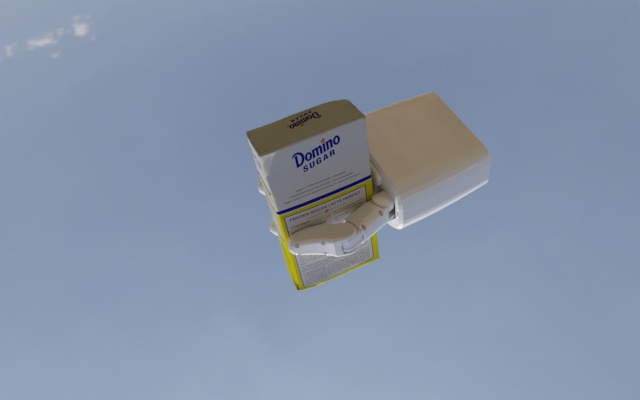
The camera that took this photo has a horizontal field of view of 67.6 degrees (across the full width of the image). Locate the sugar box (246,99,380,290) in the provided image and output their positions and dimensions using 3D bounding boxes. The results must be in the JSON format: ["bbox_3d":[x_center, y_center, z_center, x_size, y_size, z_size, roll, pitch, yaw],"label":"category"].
[{"bbox_3d":[0.000,0.001,0.439,0.093,0.176,0.048,-21,41,-12],"label":"sugar box"}]
